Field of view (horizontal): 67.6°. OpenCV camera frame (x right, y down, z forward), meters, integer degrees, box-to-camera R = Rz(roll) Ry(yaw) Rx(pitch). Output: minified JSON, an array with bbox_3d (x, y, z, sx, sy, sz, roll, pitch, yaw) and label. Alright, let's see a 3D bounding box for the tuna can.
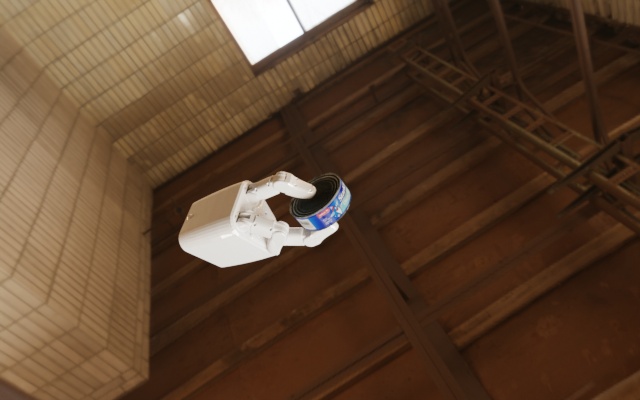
[{"bbox_3d":[0.000,0.003,0.680,0.086,0.086,0.034,0,-42,47],"label":"tuna can"}]
